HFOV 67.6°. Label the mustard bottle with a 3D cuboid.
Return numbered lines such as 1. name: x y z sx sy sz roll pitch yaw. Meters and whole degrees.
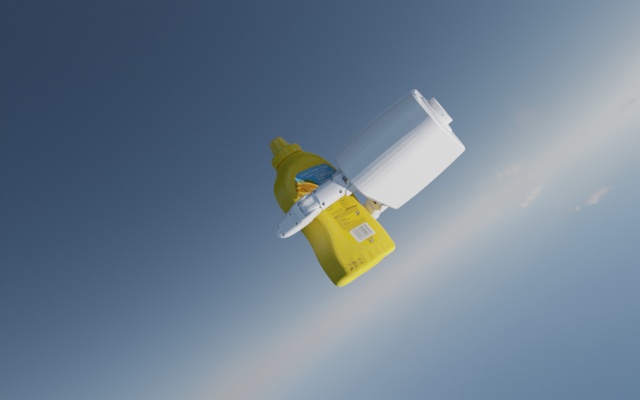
1. mustard bottle: 0.000 0.002 0.565 0.096 0.191 0.058 -24 -17 -44
